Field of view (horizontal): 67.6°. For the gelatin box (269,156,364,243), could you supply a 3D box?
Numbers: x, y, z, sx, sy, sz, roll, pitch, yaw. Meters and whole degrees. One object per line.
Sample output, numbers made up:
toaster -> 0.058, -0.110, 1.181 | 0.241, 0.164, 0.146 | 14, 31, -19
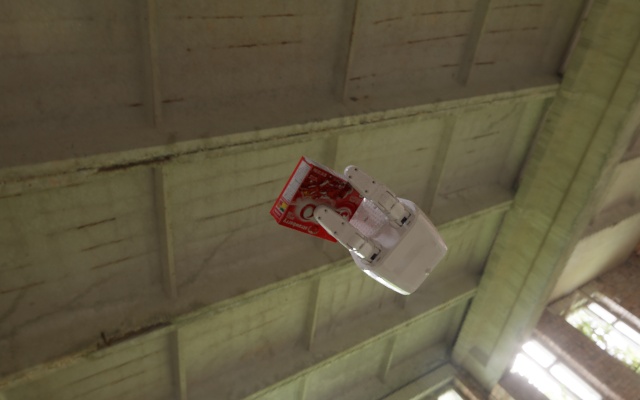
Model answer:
gelatin box -> 0.000, 0.001, 0.524 | 0.089, 0.073, 0.030 | 22, 14, -39
